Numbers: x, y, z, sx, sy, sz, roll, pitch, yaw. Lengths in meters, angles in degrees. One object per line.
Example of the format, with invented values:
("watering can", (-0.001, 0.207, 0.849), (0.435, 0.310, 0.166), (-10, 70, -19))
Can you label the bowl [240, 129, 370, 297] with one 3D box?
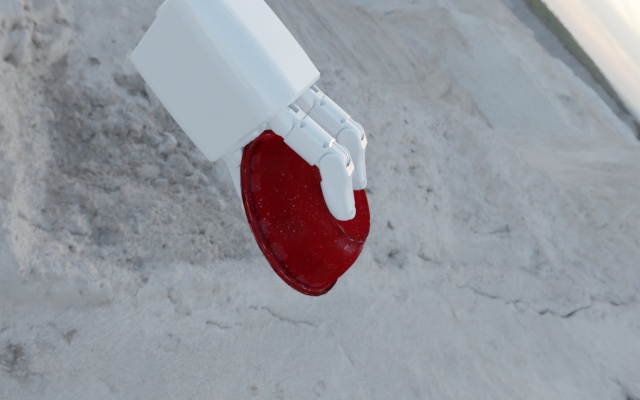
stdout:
("bowl", (0.001, 0.002, 0.433), (0.055, 0.162, 0.162), (-20, -9, 26))
